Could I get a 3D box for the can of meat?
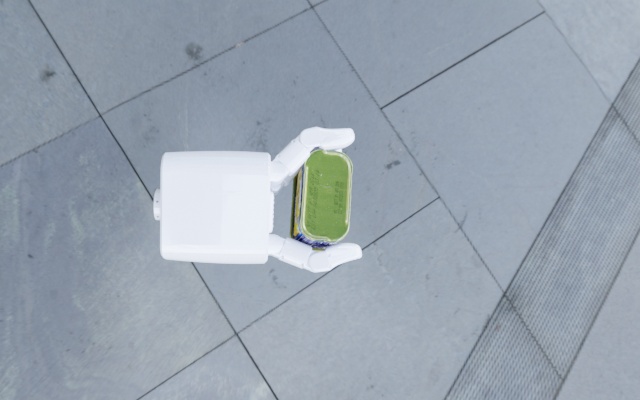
[{"bbox_3d":[0.000,0.002,0.526,0.057,0.102,0.084,5,-12,-8],"label":"can of meat"}]
